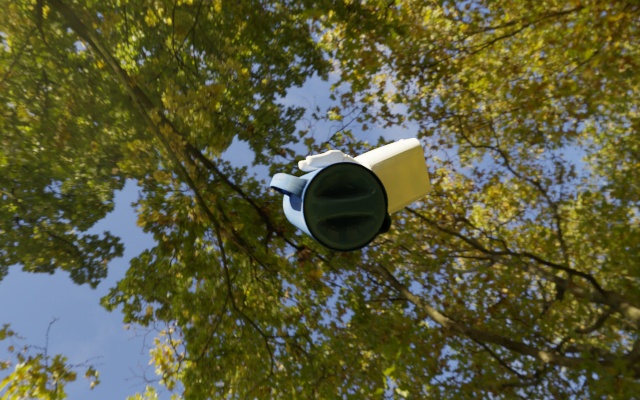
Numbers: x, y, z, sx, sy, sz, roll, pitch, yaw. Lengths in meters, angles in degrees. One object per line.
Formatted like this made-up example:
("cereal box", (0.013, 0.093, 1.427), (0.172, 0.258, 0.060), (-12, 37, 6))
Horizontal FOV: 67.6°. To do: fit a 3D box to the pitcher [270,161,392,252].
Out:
("pitcher", (0.000, 0.003, 0.804), (0.145, 0.149, 0.243), (-25, 7, -13))
